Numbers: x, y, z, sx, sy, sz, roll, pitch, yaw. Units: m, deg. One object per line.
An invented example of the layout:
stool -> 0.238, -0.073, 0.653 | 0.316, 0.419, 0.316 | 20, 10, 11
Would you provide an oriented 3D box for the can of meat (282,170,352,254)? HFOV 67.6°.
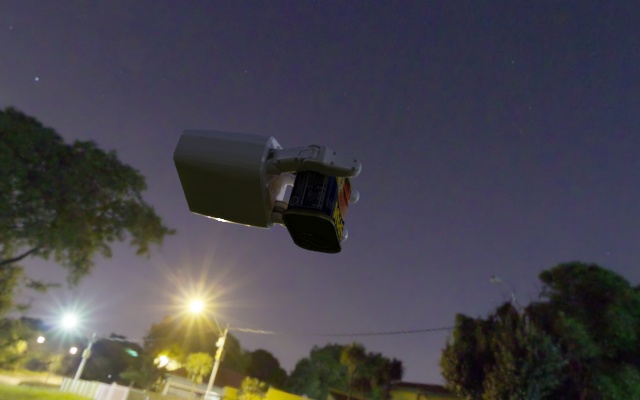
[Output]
can of meat -> 0.000, 0.001, 0.542 | 0.057, 0.084, 0.102 | 7, -26, 13
